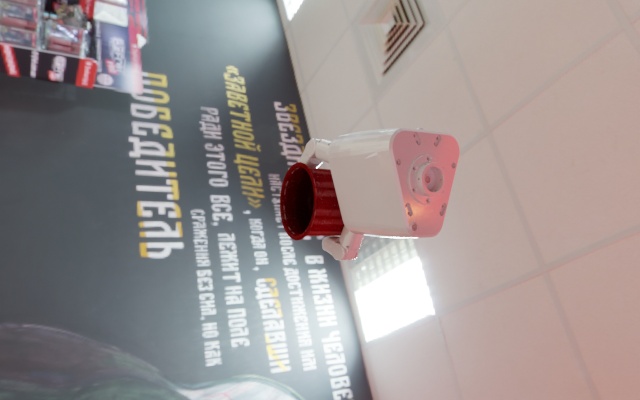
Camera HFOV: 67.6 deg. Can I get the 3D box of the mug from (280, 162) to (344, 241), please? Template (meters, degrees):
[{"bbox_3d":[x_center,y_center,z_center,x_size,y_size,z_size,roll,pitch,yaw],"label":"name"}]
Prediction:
[{"bbox_3d":[0.000,0.002,0.598,0.081,0.093,0.117,3,1,-30],"label":"mug"}]
